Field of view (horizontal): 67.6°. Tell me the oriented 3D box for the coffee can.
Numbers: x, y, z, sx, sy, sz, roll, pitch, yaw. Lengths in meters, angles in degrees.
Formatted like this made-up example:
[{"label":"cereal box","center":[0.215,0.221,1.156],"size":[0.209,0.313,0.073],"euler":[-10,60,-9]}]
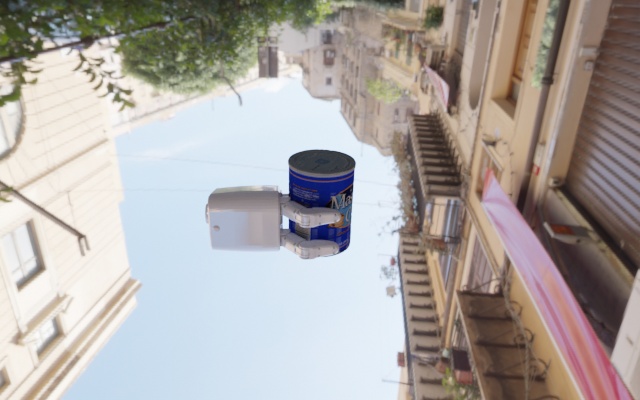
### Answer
[{"label":"coffee can","center":[0.000,0.002,0.747],"size":[0.103,0.140,0.102],"euler":[2,26,-1]}]
